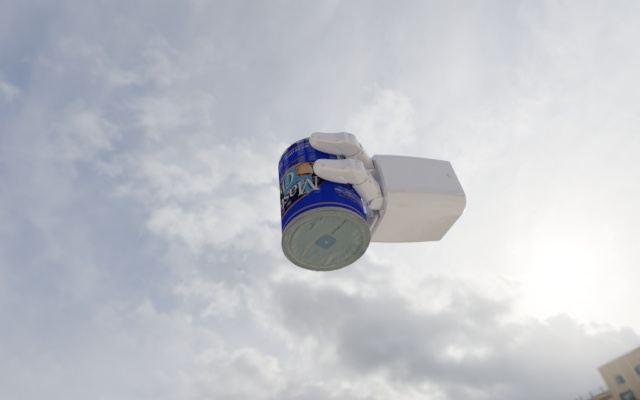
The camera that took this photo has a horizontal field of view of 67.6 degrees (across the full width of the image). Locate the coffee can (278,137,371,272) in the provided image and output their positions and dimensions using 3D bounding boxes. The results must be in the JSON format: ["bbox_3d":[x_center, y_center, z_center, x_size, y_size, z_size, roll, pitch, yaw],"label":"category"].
[{"bbox_3d":[0.000,0.002,0.594,0.103,0.103,0.140,0,42,-7],"label":"coffee can"}]
